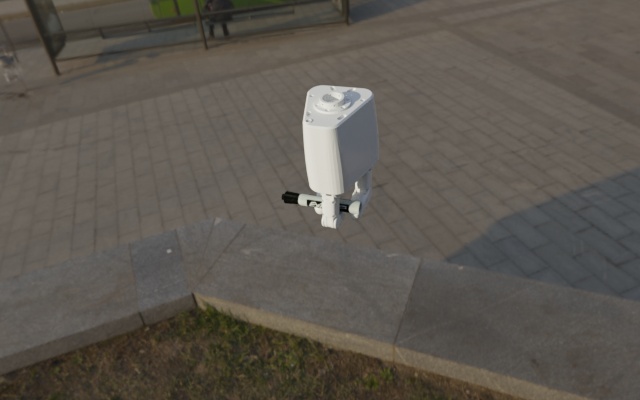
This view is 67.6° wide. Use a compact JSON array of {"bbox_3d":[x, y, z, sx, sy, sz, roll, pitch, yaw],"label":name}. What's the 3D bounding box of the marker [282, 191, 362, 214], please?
[{"bbox_3d":[0.000,0.002,0.694,0.121,0.020,0.020,8,3,18],"label":"marker"}]
